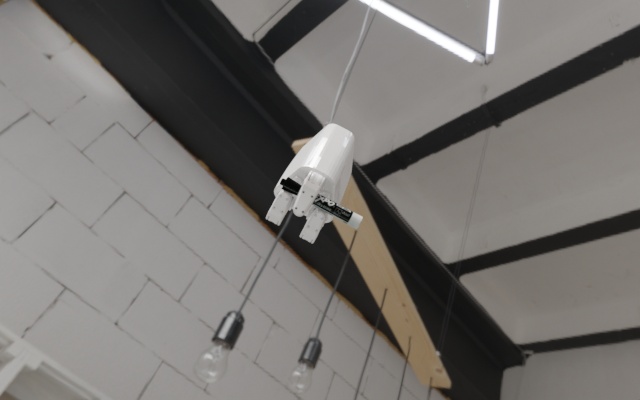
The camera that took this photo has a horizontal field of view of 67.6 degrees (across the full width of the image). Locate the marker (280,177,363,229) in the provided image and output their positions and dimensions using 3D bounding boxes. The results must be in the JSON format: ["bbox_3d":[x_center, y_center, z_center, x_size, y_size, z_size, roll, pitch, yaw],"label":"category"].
[{"bbox_3d":[0.000,0.002,0.644,0.121,0.020,0.020,28,-1,-2],"label":"marker"}]
